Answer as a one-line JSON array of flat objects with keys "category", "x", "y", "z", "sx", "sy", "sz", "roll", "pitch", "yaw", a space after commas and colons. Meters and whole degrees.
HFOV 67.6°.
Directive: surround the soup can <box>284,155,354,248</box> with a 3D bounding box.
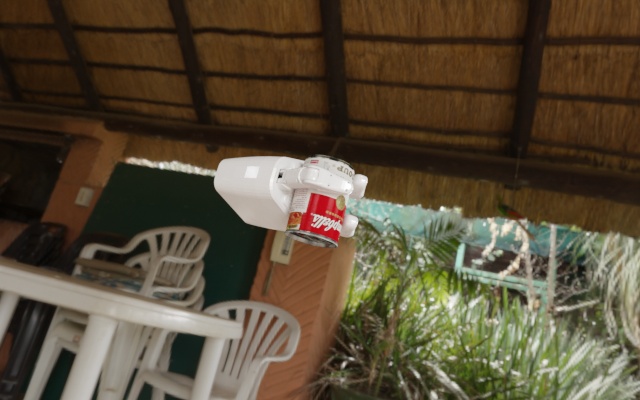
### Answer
[{"category": "soup can", "x": 0.001, "y": 0.002, "z": 0.603, "sx": 0.068, "sy": 0.102, "sz": 0.068, "roll": 13, "pitch": -15, "yaw": 4}]
